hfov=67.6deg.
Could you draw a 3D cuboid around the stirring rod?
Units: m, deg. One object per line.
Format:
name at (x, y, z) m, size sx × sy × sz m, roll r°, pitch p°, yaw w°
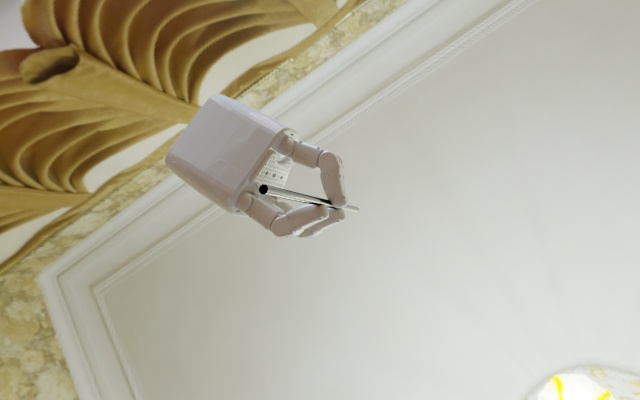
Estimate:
stirring rod at (0.000, 0.001, 0.473) m, size 0.011 × 0.011 × 0.239 m, roll 0°, pitch -5°, yaw 21°
